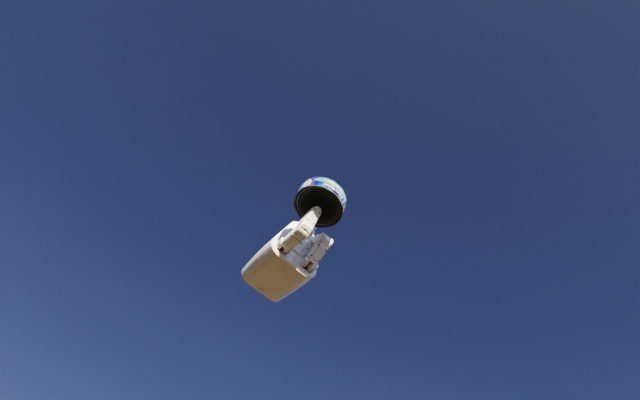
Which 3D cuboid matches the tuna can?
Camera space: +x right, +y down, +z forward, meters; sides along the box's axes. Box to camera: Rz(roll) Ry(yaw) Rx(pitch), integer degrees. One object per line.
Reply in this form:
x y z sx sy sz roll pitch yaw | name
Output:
0.000 0.002 0.810 0.086 0.086 0.033 0 34 18 | tuna can
